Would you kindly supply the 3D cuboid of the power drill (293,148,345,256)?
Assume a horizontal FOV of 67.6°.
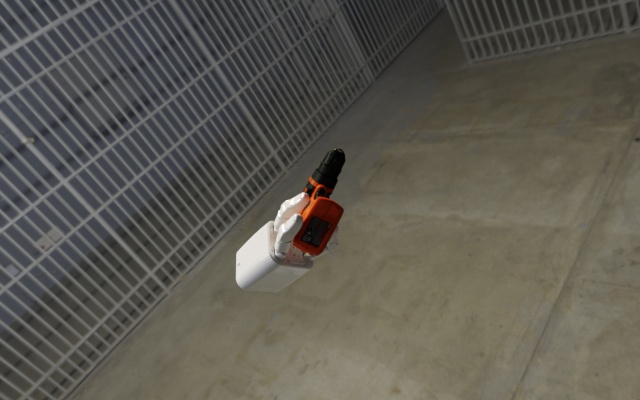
[{"bbox_3d":[0.000,0.003,0.875,0.057,0.184,0.187,24,17,-9],"label":"power drill"}]
